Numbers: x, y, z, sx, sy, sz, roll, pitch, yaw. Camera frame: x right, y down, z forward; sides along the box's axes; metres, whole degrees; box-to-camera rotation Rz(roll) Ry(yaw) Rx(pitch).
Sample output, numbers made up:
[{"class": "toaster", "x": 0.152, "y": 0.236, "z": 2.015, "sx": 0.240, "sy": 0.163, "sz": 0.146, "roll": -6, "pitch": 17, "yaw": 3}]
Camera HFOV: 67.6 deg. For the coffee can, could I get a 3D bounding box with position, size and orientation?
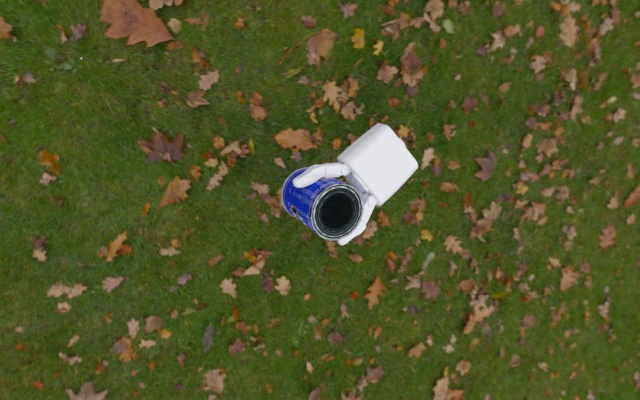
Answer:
[{"class": "coffee can", "x": 0.000, "y": 0.003, "z": 0.877, "sx": 0.103, "sy": 0.103, "sz": 0.140, "roll": 0, "pitch": 15, "yaw": -27}]
